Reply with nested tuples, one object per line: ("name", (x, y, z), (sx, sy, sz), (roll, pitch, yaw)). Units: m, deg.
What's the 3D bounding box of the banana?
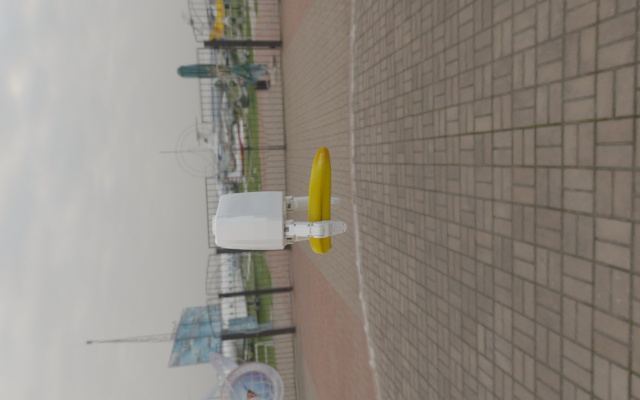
("banana", (-0.001, 0.015, 0.779), (0.037, 0.198, 0.069), (1, 29, 3))
